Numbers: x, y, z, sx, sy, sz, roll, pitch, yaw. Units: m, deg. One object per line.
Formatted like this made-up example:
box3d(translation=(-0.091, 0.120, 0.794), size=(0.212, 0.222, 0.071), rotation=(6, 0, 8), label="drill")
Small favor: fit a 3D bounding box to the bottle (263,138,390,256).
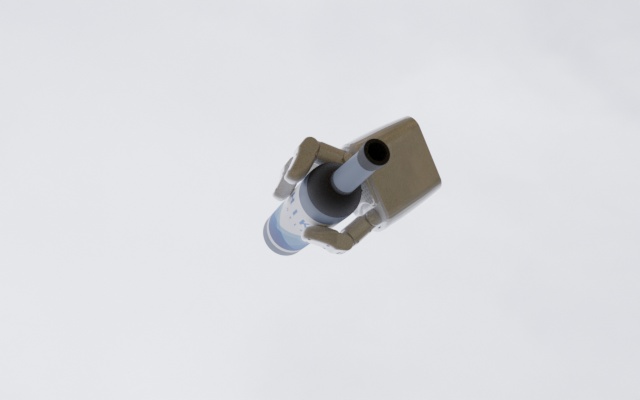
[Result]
box3d(translation=(0.000, 0.002, 0.566), size=(0.069, 0.069, 0.296), rotation=(0, -18, -22), label="bottle")
